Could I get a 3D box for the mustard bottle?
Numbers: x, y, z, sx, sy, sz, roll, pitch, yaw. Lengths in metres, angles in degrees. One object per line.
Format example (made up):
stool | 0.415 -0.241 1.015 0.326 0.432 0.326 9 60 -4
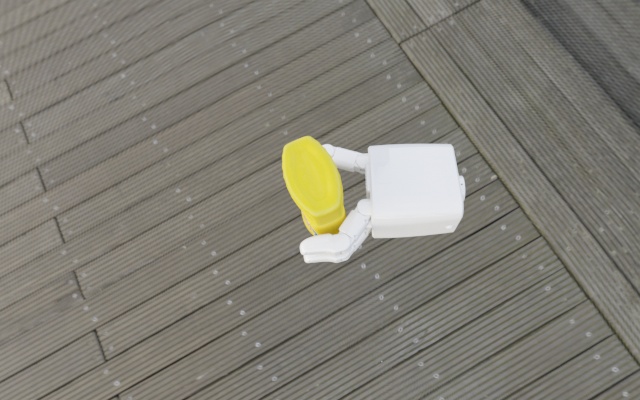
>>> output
mustard bottle | 0.000 0.002 0.596 0.058 0.096 0.192 -24 -19 -2
